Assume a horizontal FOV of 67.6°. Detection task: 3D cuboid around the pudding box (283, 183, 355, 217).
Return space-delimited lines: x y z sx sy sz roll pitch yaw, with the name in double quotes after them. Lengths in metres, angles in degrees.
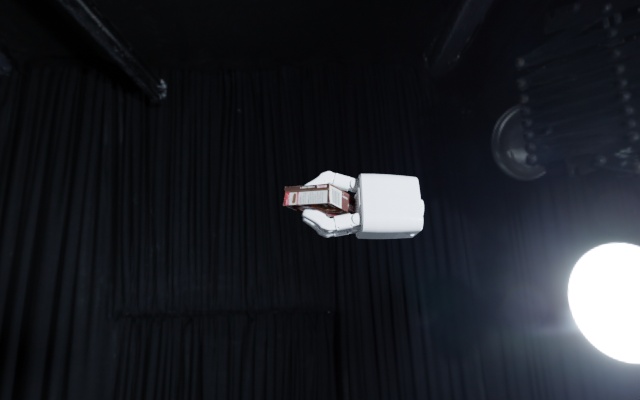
0.000 0.003 0.842 0.090 0.039 0.113 -4 -16 25 "pudding box"
